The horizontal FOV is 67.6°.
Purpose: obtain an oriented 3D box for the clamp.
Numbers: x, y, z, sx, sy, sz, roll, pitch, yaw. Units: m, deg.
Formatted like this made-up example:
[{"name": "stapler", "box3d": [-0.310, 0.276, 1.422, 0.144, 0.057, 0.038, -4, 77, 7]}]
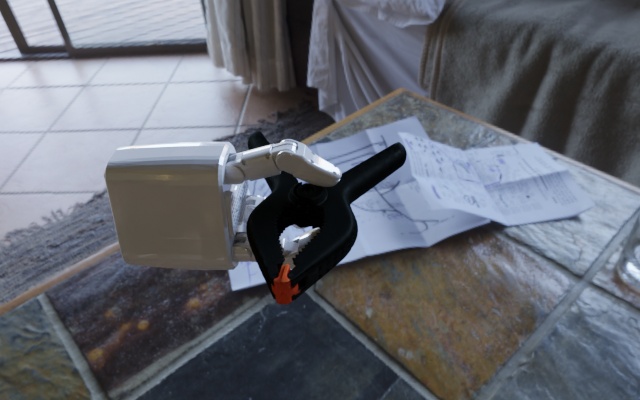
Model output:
[{"name": "clamp", "box3d": [0.000, 0.001, 0.429, 0.164, 0.036, 0.209, 1, 41, 4]}]
